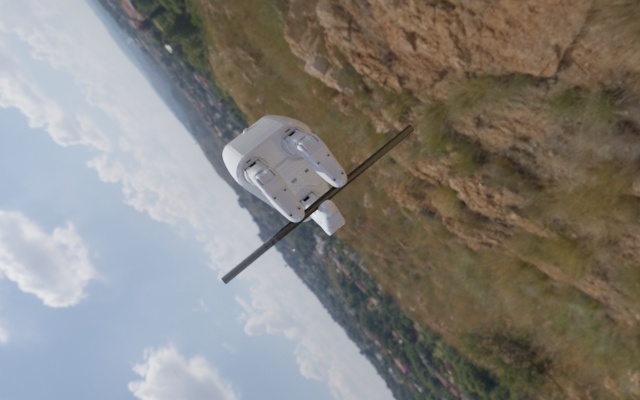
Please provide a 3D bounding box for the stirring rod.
[{"bbox_3d":[0.000,0.002,0.470,0.239,0.011,0.011,-39,6,-7],"label":"stirring rod"}]
